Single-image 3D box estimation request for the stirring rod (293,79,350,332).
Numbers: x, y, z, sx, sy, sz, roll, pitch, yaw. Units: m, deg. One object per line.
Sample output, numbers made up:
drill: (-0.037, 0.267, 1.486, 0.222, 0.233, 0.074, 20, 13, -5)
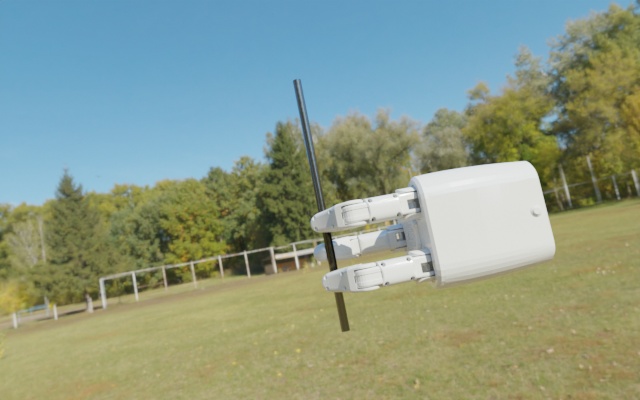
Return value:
stirring rod: (0.000, 0.002, 0.448, 0.011, 0.239, 0.011, -11, -6, -1)
